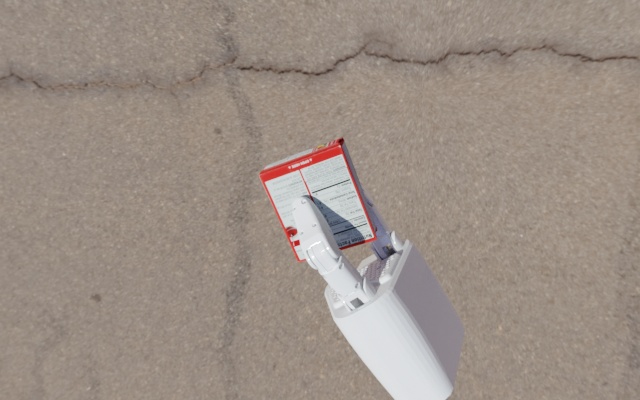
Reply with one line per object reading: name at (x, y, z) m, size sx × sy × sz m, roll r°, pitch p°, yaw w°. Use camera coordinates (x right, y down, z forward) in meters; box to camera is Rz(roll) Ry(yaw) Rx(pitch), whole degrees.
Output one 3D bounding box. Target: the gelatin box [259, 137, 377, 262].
gelatin box at (0.000, 0.001, 0.405) m, size 0.073 × 0.089 × 0.030 m, roll -19°, pitch 17°, yaw 14°
